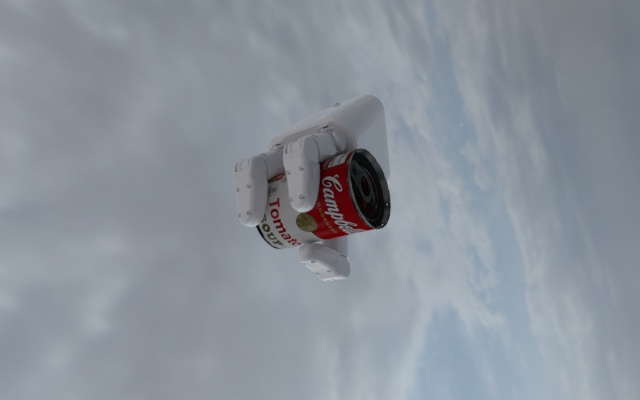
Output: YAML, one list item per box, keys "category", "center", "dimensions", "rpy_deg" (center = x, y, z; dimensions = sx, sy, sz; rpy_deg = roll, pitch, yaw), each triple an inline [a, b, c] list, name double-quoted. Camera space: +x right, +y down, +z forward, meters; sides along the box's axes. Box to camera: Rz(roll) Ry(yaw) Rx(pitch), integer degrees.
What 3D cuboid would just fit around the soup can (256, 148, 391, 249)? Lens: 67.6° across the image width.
- category: "soup can"
  center: [0.000, 0.002, 0.414]
  dimensions: [0.102, 0.068, 0.068]
  rpy_deg: [-15, -8, 31]
